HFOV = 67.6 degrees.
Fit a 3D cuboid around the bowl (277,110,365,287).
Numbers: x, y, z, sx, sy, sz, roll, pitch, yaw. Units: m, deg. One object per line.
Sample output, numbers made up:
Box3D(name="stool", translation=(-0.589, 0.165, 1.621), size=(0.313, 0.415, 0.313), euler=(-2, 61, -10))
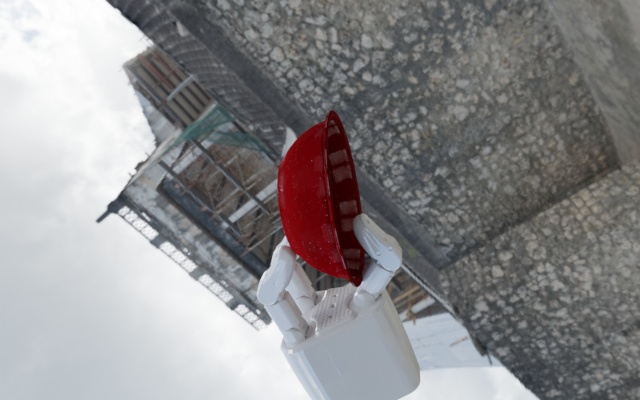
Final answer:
Box3D(name="bowl", translation=(-0.001, 0.000, 0.442), size=(0.055, 0.162, 0.162), euler=(-8, -2, 12))
